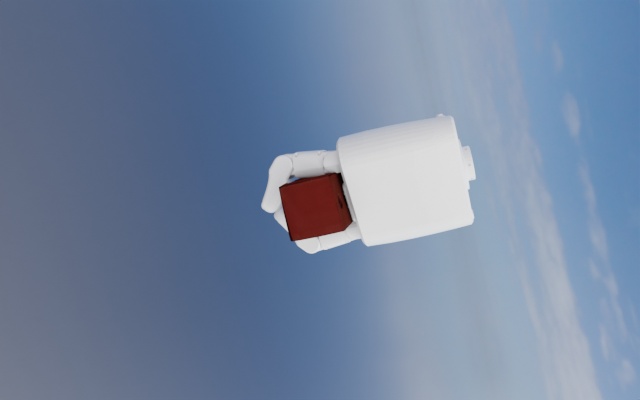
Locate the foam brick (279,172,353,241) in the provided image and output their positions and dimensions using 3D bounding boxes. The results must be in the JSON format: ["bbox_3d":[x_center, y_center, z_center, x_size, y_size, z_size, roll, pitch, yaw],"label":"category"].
[{"bbox_3d":[0.000,0.002,0.457,0.051,0.053,0.078,-11,7,16],"label":"foam brick"}]
